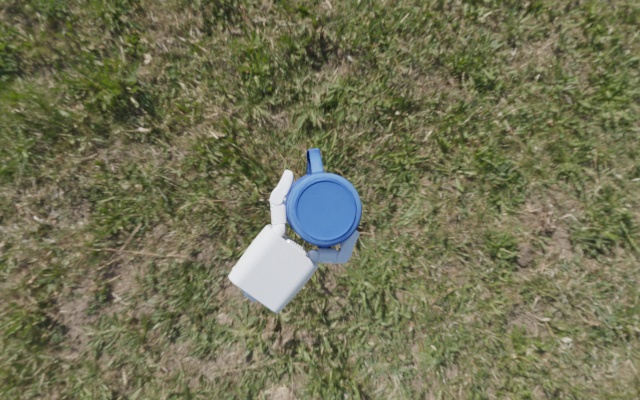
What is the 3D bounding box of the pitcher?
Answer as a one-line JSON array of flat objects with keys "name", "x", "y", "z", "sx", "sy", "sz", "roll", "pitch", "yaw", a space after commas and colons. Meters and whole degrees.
[{"name": "pitcher", "x": 0.000, "y": 0.003, "z": 0.803, "sx": 0.149, "sy": 0.145, "sz": 0.243, "roll": 39, "pitch": -2, "yaw": -2}]
